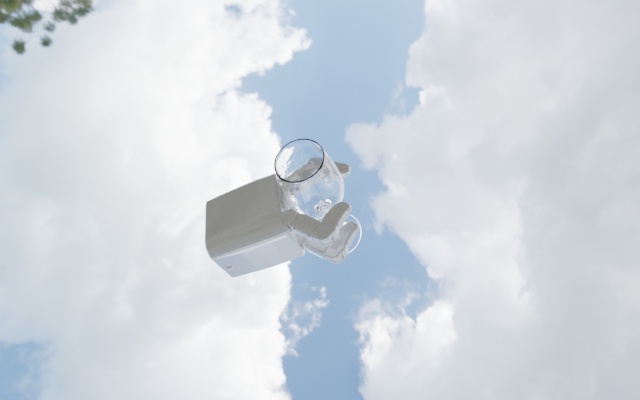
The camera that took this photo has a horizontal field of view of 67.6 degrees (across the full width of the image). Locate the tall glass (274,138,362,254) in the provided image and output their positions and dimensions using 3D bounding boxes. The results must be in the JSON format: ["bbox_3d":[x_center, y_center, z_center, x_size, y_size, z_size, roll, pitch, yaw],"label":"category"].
[{"bbox_3d":[0.000,0.002,0.633,0.079,0.079,0.201,0,-30,17],"label":"tall glass"}]
